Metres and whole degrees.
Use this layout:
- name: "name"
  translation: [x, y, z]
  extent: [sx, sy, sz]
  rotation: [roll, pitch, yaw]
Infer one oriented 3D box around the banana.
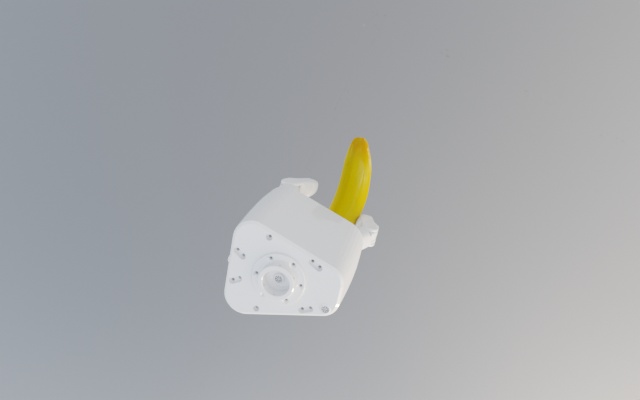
- name: "banana"
  translation: [0.012, 0.017, 0.587]
  extent: [0.069, 0.198, 0.037]
  rotation: [41, 22, 7]
